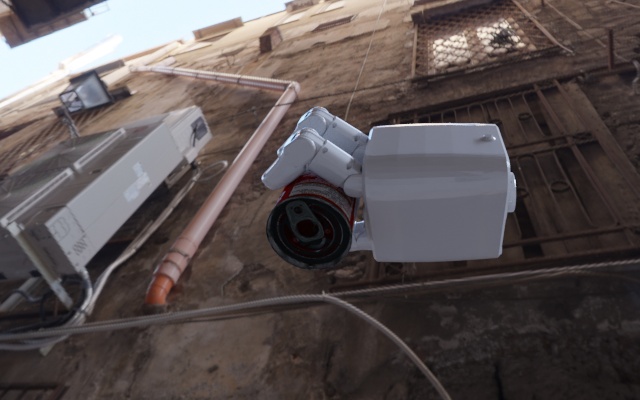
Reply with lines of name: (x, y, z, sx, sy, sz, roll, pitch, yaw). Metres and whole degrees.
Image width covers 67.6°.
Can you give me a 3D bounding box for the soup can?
soup can: (0.000, 0.001, 0.409, 0.068, 0.068, 0.102, 0, 30, 12)
